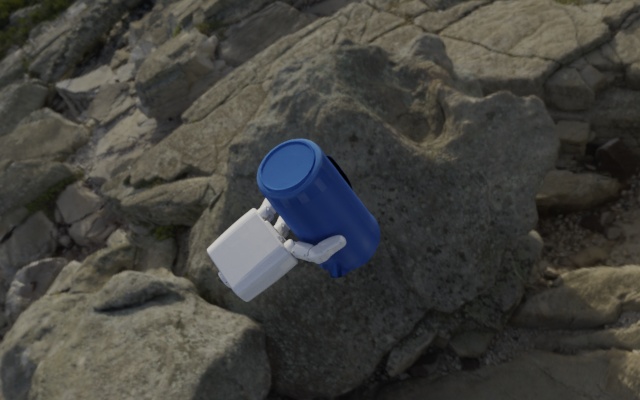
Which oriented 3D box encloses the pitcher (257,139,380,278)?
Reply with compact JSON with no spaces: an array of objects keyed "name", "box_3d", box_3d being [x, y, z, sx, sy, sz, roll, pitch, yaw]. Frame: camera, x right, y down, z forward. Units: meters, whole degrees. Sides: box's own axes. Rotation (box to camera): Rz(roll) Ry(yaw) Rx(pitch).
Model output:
[{"name":"pitcher","box_3d":[0.000,0.003,0.785,0.149,0.145,0.243,46,-4,41]}]
